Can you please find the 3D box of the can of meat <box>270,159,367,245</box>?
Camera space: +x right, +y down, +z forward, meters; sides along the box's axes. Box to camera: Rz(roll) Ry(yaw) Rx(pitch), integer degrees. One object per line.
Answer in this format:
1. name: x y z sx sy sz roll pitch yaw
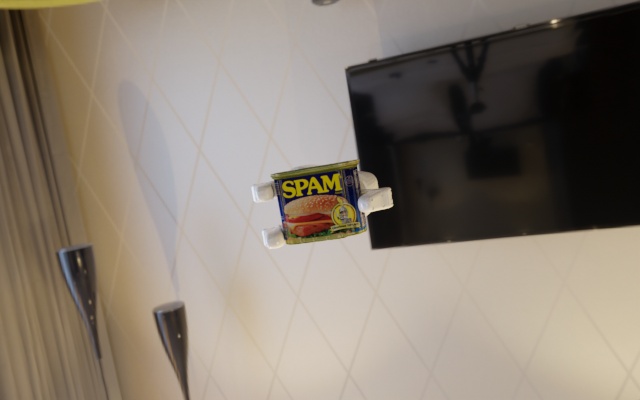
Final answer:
1. can of meat: 0.000 0.002 0.556 0.102 0.084 0.057 -8 6 14
